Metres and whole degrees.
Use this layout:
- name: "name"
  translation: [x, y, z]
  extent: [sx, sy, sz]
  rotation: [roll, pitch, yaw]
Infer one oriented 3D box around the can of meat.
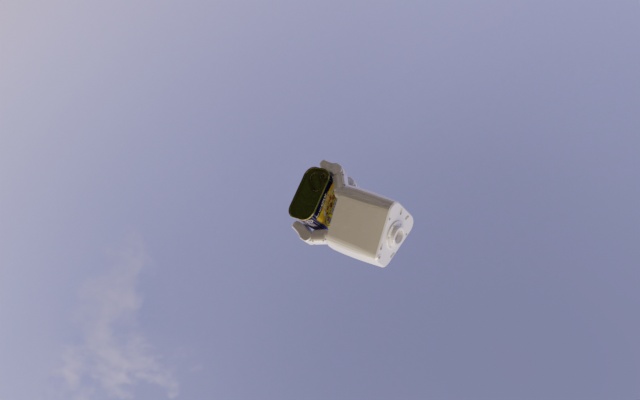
- name: "can of meat"
  translation: [0.000, 0.003, 0.874]
  extent: [0.057, 0.102, 0.084]
  rotation: [14, -15, 39]
